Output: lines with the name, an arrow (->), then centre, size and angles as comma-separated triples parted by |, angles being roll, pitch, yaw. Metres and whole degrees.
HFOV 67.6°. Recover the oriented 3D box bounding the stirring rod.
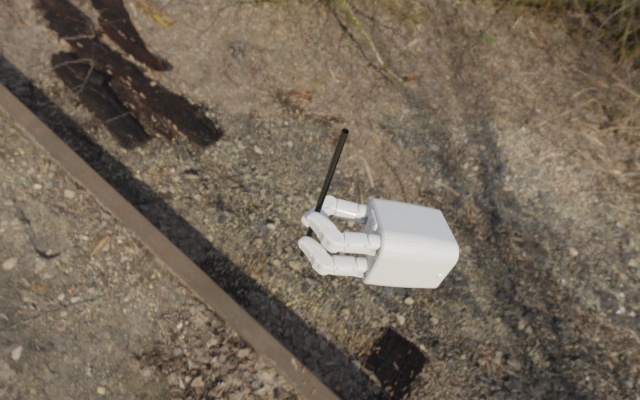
stirring rod -> 0.000, 0.002, 0.597 | 0.011, 0.011, 0.240 | 0, -39, -16
